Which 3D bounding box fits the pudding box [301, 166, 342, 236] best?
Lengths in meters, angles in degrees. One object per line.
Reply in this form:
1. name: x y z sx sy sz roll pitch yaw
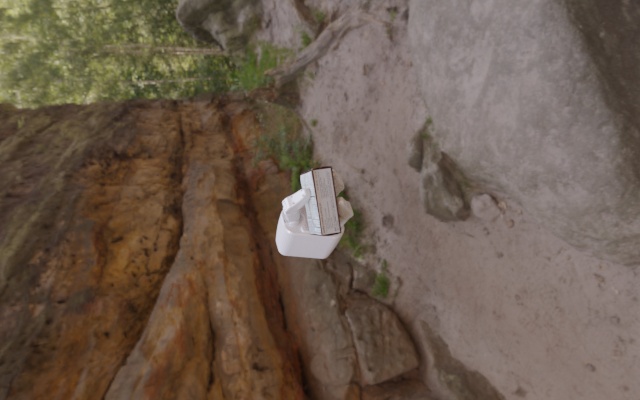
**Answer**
1. pudding box: 0.000 0.003 0.801 0.039 0.113 0.090 -10 1 -15
